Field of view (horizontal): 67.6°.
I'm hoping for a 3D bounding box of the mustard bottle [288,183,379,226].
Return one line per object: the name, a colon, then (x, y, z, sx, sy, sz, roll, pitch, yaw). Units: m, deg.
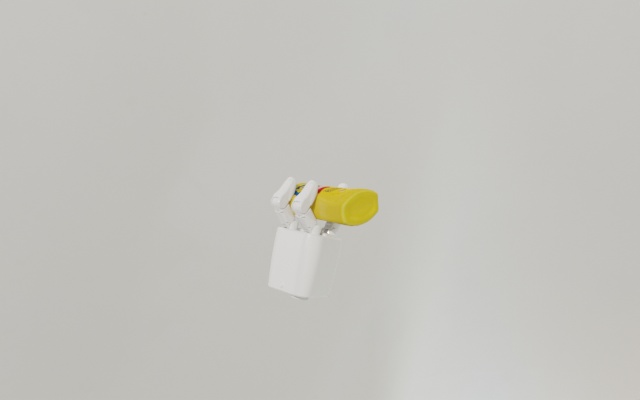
mustard bottle: (0.000, 0.002, 0.831, 0.191, 0.058, 0.096, 8, 19, 44)
